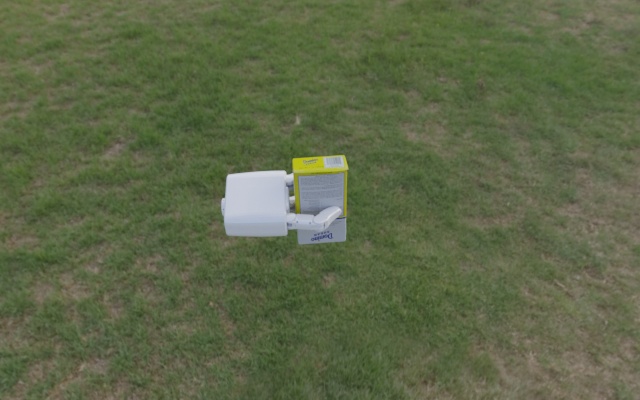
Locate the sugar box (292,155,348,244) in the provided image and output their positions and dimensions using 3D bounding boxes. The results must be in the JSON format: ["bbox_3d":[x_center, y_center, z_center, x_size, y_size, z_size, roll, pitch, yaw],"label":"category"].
[{"bbox_3d":[0.000,0.002,0.860,0.093,0.176,0.048,-3,44,-3],"label":"sugar box"}]
